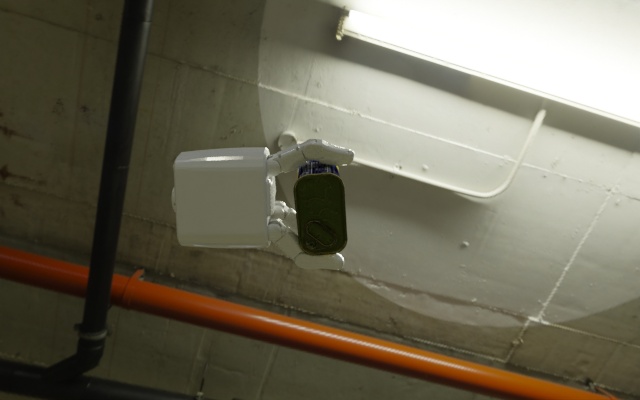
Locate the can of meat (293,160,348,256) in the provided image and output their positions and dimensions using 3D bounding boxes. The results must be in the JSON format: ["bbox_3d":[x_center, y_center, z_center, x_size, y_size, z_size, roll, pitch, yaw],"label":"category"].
[{"bbox_3d":[0.000,0.002,0.580,0.057,0.102,0.084,-4,23,1],"label":"can of meat"}]
